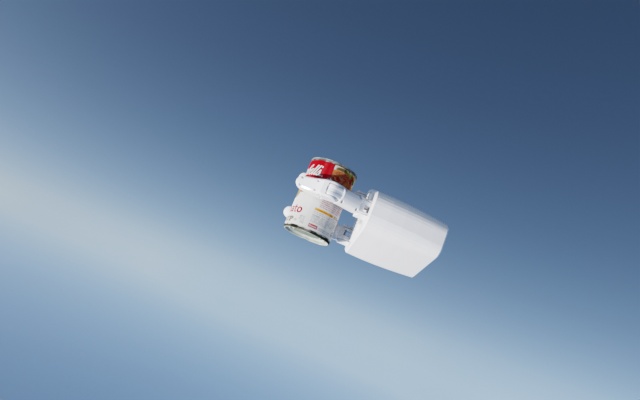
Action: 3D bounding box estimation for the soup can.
[{"bbox_3d":[0.000,0.002,0.648,0.068,0.102,0.068,22,-14,6],"label":"soup can"}]
